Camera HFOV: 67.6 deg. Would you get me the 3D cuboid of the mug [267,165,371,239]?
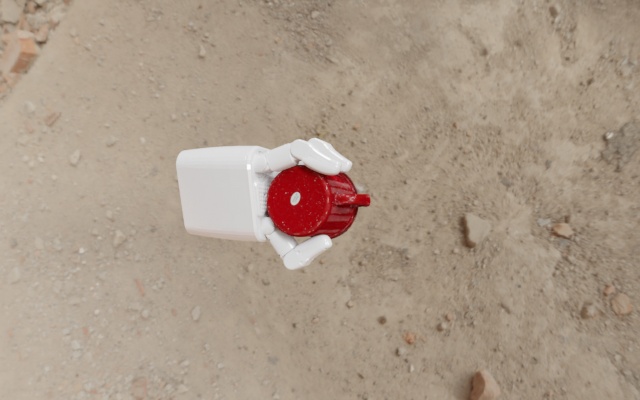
[{"bbox_3d":[0.001,0.002,0.559,0.117,0.093,0.081,1,-2,23],"label":"mug"}]
